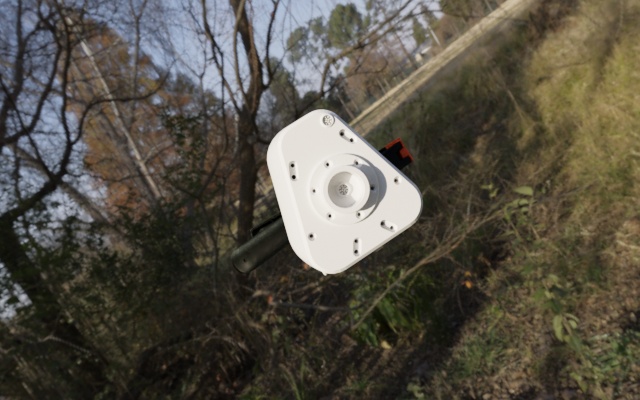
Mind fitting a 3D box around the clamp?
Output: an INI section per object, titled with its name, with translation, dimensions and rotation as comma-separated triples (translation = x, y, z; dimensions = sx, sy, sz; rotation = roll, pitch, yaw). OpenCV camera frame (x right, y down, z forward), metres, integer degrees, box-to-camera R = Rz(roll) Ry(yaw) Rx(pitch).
[clamp]
translation = 0.000, 0.001, 0.512
dimensions = 0.210, 0.036, 0.164
rotation = -33, 6, -6
